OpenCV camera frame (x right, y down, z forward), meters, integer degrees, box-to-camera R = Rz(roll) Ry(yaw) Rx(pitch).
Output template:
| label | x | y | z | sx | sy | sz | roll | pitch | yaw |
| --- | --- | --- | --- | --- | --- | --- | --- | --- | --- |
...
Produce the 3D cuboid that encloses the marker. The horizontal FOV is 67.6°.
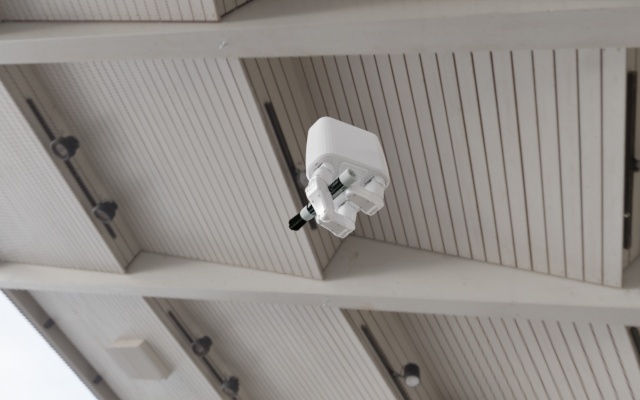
| label | x | y | z | sx | sy | sz | roll | pitch | yaw |
| --- | --- | --- | --- | --- | --- | --- | --- | --- | --- |
| marker | 0.000 | 0.002 | 0.620 | 0.121 | 0.020 | 0.020 | -41 | -23 | 28 |
